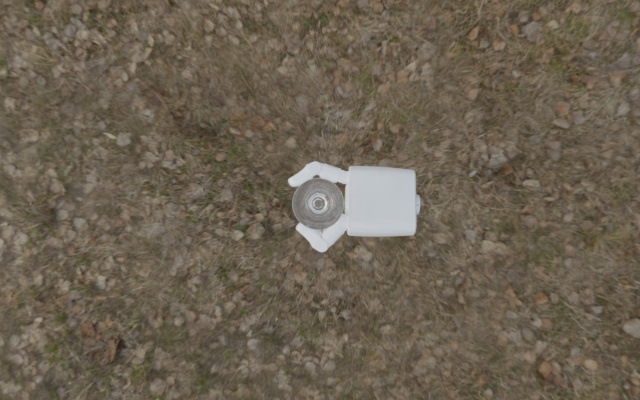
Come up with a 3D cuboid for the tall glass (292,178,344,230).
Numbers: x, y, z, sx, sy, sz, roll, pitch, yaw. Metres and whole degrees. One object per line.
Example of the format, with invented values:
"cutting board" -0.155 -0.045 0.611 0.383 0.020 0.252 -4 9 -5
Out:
"tall glass" 0.000 0.002 0.779 0.079 0.079 0.201 0 1 2
